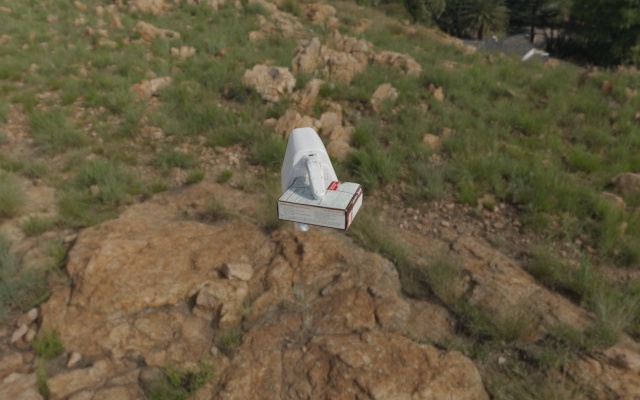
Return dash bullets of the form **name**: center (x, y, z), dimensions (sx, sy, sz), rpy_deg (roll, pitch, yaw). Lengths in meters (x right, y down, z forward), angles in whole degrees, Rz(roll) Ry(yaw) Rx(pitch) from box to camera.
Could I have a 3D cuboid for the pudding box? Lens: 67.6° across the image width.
- **pudding box**: center (0.000, 0.002, 0.739), dimensions (0.113, 0.039, 0.090), rpy_deg (7, 30, 18)
